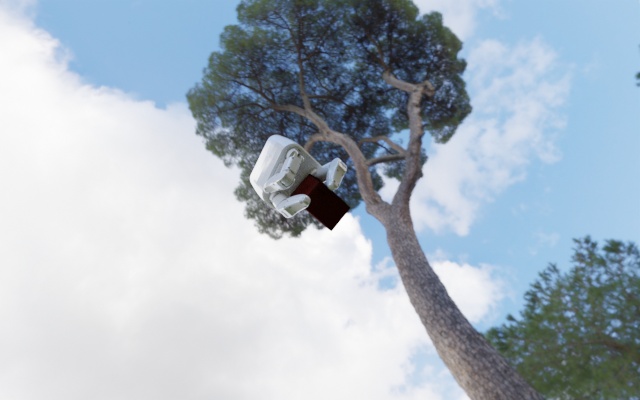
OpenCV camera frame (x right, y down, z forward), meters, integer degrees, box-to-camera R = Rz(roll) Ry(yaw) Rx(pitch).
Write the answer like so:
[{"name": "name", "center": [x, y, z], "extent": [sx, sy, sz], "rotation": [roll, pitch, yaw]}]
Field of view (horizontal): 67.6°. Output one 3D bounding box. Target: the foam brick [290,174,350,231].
[{"name": "foam brick", "center": [0.000, 0.003, 0.794], "extent": [0.078, 0.053, 0.051], "rotation": [42, -3, -28]}]
